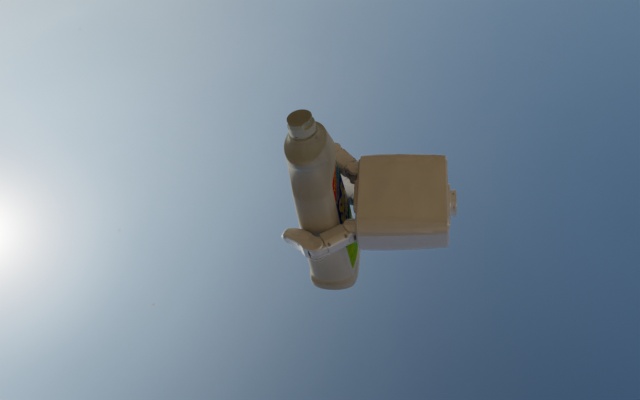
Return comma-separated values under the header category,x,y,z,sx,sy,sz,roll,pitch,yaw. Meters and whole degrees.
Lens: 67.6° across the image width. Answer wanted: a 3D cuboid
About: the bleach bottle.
category,x,y,z,sx,sy,sz,roll,pitch,yaw
bleach bottle,0.000,0.002,0.592,0.068,0.102,0.251,-1,-42,14
